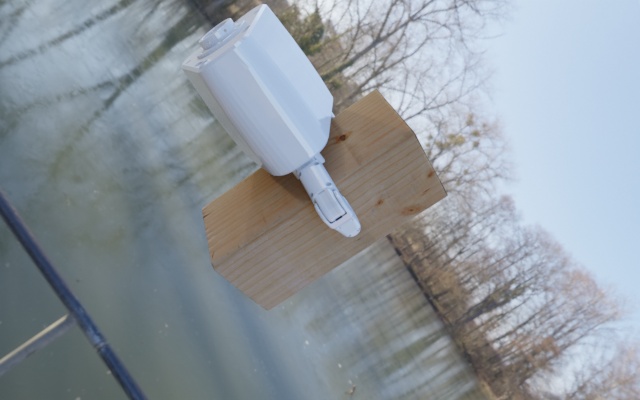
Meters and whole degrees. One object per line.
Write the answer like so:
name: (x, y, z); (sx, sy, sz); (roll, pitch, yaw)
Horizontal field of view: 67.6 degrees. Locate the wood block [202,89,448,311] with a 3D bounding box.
wood block: (0.000, 0.001, 0.457); (0.206, 0.090, 0.090); (-34, -49, 7)
